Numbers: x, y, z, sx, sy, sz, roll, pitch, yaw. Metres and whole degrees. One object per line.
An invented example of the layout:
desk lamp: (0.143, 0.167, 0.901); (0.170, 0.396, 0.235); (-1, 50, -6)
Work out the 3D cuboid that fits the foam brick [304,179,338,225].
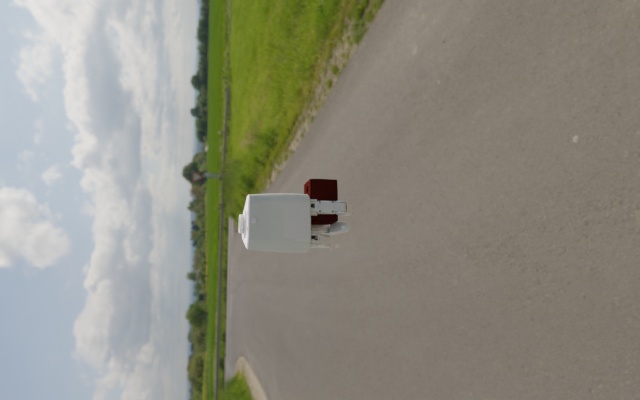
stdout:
foam brick: (0.000, 0.003, 0.861); (0.051, 0.078, 0.053); (2, -10, -14)
